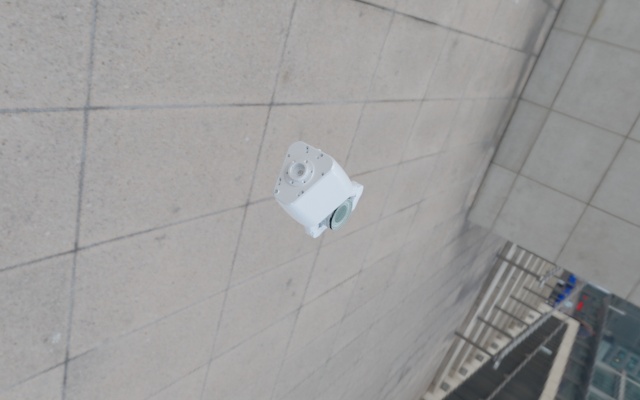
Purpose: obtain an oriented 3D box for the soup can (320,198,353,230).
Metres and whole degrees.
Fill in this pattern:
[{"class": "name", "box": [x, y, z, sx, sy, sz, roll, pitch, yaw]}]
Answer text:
[{"class": "soup can", "box": [0.000, 0.003, 0.881, 0.102, 0.068, 0.068, 30, 14, 26]}]
